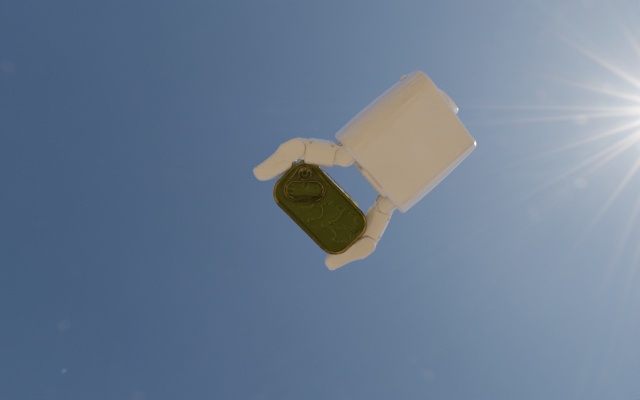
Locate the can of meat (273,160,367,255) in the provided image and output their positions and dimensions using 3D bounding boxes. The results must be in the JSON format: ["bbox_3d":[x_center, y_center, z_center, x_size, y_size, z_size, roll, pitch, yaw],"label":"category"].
[{"bbox_3d":[0.000,0.002,0.526,0.057,0.102,0.084,-44,6,7],"label":"can of meat"}]
